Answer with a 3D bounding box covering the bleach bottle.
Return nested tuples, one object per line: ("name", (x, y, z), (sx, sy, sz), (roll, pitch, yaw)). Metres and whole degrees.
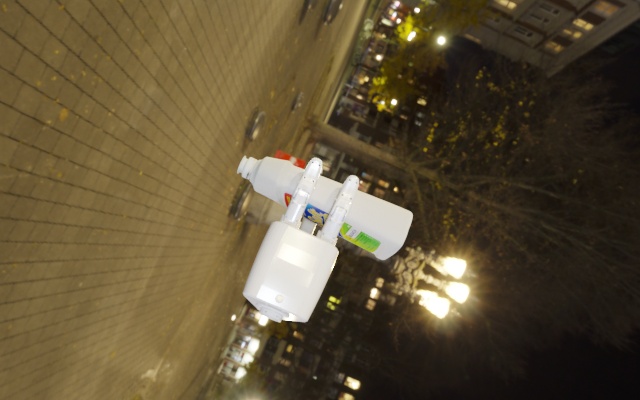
("bleach bottle", (0.000, 0.002, 0.692), (0.251, 0.068, 0.102), (24, -20, -2))
